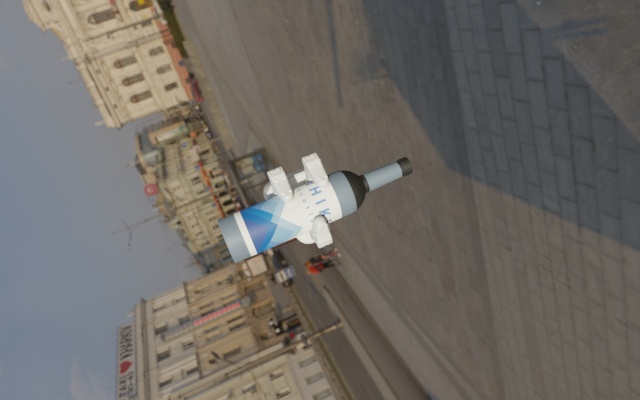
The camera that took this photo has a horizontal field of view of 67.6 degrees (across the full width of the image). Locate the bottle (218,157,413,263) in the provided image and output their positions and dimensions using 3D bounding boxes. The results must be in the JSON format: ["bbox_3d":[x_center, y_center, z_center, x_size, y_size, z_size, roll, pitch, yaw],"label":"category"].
[{"bbox_3d":[0.000,0.002,0.703,0.295,0.069,0.069,-23,4,-10],"label":"bottle"}]
